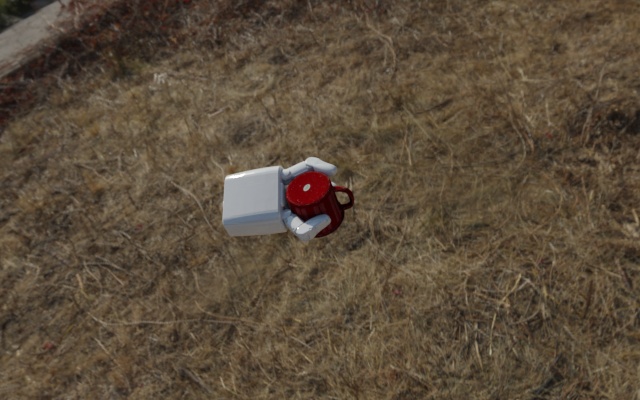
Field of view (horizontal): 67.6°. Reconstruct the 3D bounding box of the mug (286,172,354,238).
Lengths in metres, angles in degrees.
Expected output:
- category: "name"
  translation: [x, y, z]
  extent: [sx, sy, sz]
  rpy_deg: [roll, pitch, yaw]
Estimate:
- category: "mug"
  translation: [0.001, 0.002, 0.829]
  extent: [0.117, 0.093, 0.082]
  rpy_deg: [-8, -42, 11]
